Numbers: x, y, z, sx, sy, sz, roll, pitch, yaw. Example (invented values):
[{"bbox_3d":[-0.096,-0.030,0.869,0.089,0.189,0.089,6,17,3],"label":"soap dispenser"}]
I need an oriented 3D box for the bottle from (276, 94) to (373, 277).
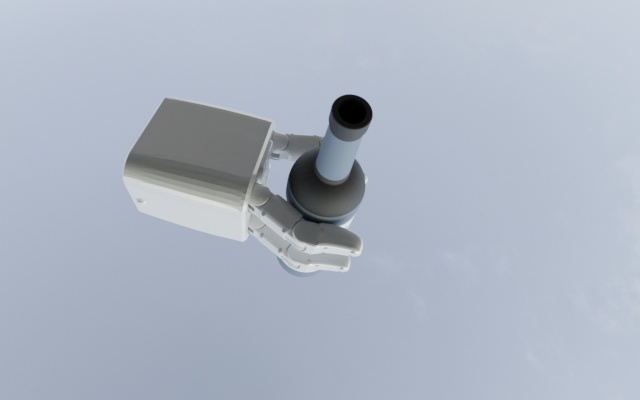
[{"bbox_3d":[0.000,0.002,0.439,0.069,0.069,0.296,0,-23,-9],"label":"bottle"}]
